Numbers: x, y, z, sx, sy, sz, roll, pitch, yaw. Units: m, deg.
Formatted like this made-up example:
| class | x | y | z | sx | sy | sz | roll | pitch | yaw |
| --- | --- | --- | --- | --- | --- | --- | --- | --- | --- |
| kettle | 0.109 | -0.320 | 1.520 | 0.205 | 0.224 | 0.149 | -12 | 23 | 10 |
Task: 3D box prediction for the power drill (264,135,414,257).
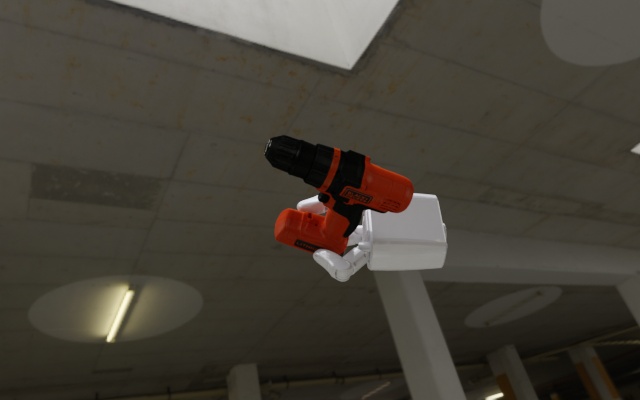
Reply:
| class | x | y | z | sx | sy | sz | roll | pitch | yaw |
| --- | --- | --- | --- | --- | --- | --- | --- | --- | --- |
| power drill | 0.000 | 0.002 | 0.616 | 0.184 | 0.057 | 0.188 | 21 | -34 | -10 |
